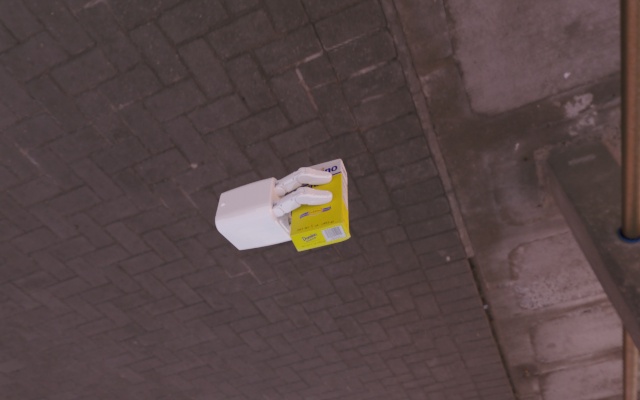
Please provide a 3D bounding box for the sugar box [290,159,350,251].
[{"bbox_3d":[0.000,0.002,0.832,0.093,0.048,0.176,-15,41,12],"label":"sugar box"}]
